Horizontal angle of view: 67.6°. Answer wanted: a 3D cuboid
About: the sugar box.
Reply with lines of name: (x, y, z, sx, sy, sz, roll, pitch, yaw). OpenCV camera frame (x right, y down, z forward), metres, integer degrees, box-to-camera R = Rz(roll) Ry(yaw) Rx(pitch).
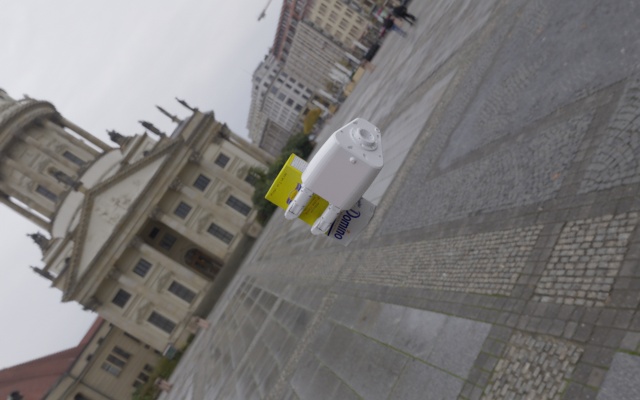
sugar box: (0.000, 0.003, 0.846, 0.176, 0.093, 0.048, 32, 40, -5)
